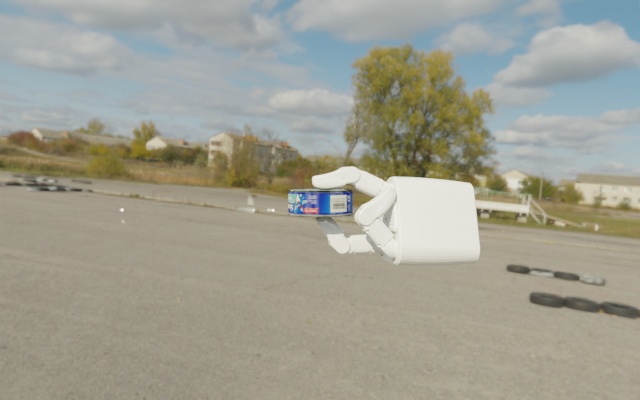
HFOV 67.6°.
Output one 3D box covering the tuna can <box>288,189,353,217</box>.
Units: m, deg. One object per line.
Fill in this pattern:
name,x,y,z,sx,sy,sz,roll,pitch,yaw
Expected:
tuna can,0.000,0.001,0.625,0.086,0.034,0.086,0,3,0
